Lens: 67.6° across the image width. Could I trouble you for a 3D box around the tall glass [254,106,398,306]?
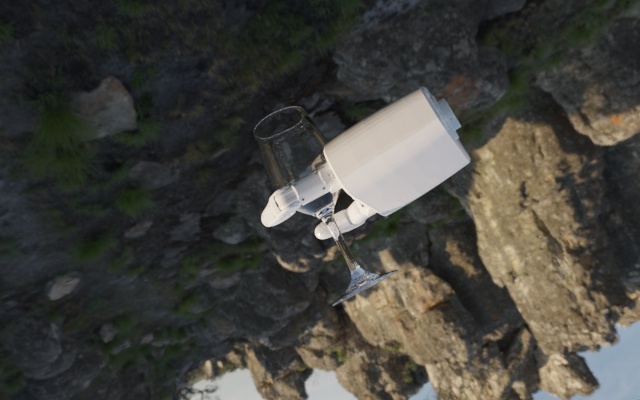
[{"bbox_3d":[0.000,0.002,0.497,0.079,0.201,0.079,-27,-12,-6],"label":"tall glass"}]
